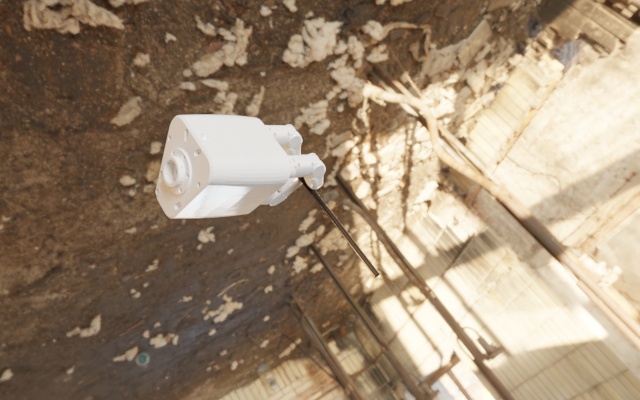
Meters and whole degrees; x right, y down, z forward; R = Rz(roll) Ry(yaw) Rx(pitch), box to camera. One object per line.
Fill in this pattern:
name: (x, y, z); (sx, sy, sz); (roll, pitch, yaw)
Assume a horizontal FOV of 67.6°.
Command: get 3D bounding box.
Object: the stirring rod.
stirring rod: (0.000, 0.002, 0.609); (0.011, 0.239, 0.011); (-29, -27, -17)
